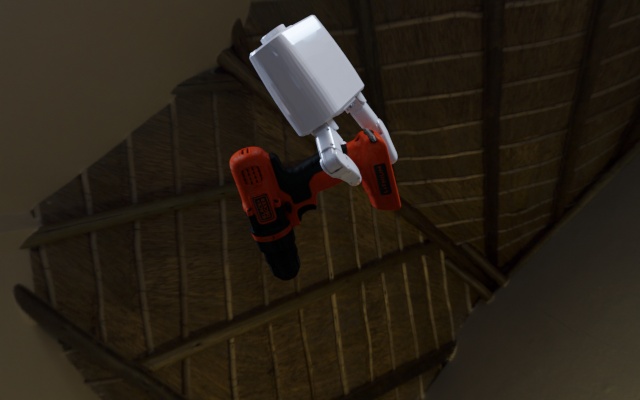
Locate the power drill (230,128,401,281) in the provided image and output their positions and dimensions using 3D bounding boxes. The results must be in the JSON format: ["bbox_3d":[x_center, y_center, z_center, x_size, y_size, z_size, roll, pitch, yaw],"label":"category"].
[{"bbox_3d":[0.000,0.002,0.592,0.187,0.184,0.057,-18,28,-3],"label":"power drill"}]
